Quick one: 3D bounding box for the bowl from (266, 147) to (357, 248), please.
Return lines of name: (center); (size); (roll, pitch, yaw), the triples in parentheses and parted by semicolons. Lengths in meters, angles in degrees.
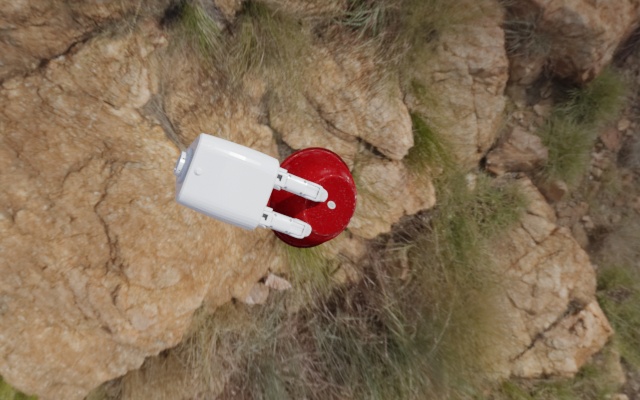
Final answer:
bowl: (0.001, 0.003, 0.724); (0.162, 0.162, 0.055); (0, 13, -34)
